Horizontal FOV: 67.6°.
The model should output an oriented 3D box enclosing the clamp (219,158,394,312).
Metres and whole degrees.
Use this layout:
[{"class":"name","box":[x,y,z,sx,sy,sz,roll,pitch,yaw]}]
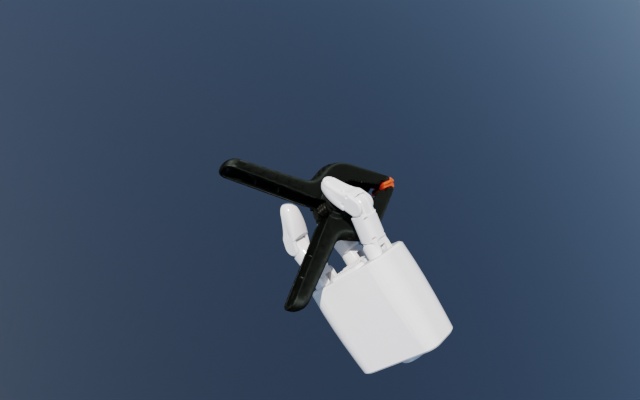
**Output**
[{"class":"clamp","box":[0.001,0.001,0.523,0.210,0.164,0.036,-29,-5,-40]}]
